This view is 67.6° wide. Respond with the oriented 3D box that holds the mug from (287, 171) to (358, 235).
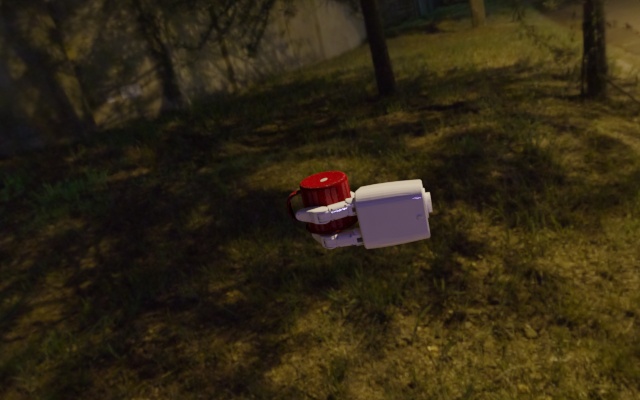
[{"bbox_3d":[-0.001,0.003,0.807,0.117,0.081,0.093,-9,20,10],"label":"mug"}]
